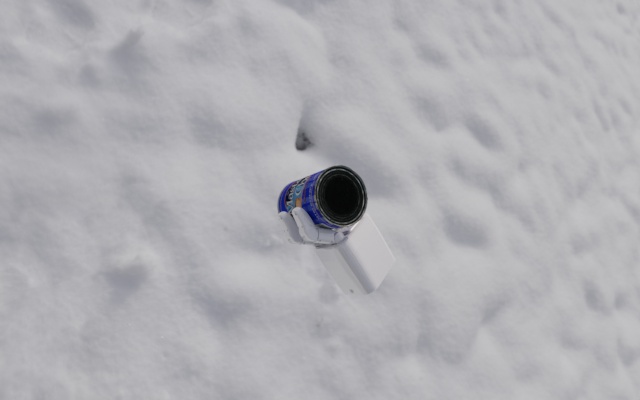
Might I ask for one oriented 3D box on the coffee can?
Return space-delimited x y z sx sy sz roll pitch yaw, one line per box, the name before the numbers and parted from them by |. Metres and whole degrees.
coffee can | 0.000 0.003 0.830 0.103 0.103 0.140 0 -8 -30
